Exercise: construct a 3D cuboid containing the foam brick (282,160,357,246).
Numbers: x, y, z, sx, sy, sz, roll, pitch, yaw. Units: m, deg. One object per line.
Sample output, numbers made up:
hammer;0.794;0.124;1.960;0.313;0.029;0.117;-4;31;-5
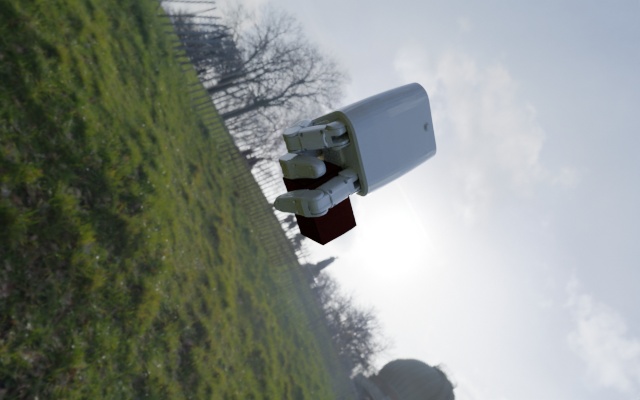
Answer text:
foam brick;0.000;0.002;0.542;0.051;0.078;0.053;-28;28;-24
